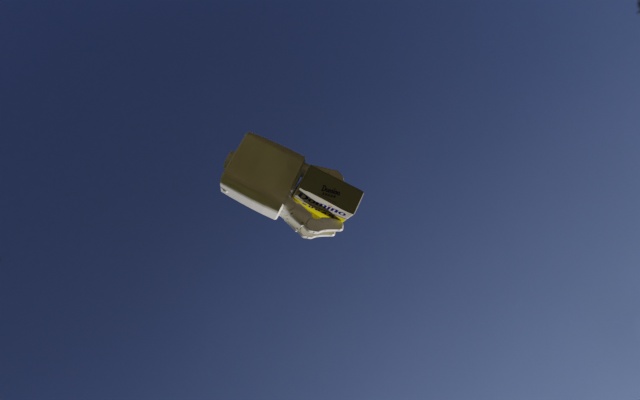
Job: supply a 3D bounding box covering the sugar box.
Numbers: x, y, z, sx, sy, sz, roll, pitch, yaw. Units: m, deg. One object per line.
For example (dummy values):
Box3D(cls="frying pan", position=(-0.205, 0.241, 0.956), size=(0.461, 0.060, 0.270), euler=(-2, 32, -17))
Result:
Box3D(cls="sugar box", position=(0.000, 0.003, 0.780), size=(0.093, 0.048, 0.176), euler=(27, -14, -4))
